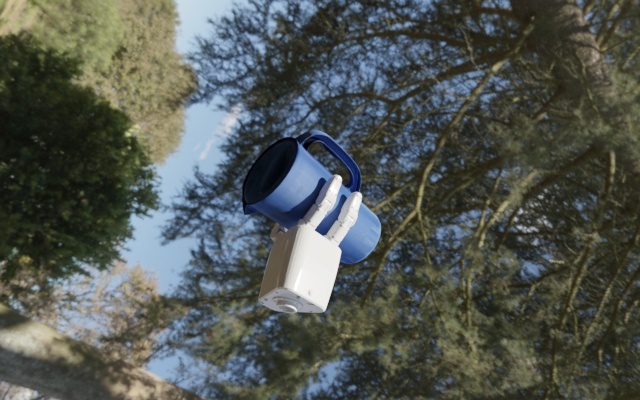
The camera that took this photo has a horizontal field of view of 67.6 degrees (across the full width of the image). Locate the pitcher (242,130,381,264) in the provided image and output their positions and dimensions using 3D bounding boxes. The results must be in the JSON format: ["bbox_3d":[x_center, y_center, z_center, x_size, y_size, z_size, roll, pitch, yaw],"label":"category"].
[{"bbox_3d":[0.000,0.003,0.827,0.149,0.145,0.243,-19,-45,42],"label":"pitcher"}]
